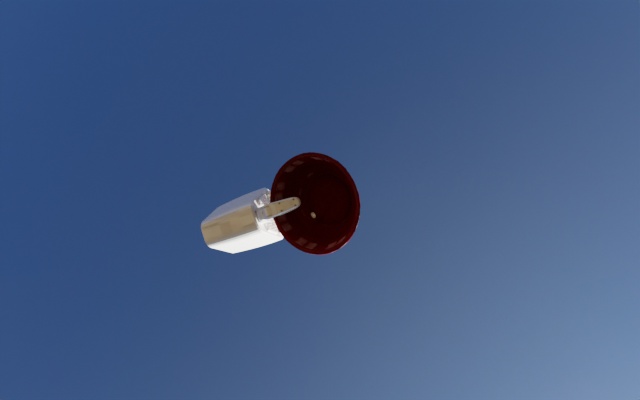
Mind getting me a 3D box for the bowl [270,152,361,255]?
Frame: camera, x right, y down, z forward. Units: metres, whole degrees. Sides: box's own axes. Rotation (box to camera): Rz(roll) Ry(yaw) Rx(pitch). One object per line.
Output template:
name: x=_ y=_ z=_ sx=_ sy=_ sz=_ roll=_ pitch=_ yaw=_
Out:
bowl: x=0.002 y=0.002 z=0.766 sx=0.162 sy=0.162 sz=0.055 roll=0 pitch=8 yaw=29
